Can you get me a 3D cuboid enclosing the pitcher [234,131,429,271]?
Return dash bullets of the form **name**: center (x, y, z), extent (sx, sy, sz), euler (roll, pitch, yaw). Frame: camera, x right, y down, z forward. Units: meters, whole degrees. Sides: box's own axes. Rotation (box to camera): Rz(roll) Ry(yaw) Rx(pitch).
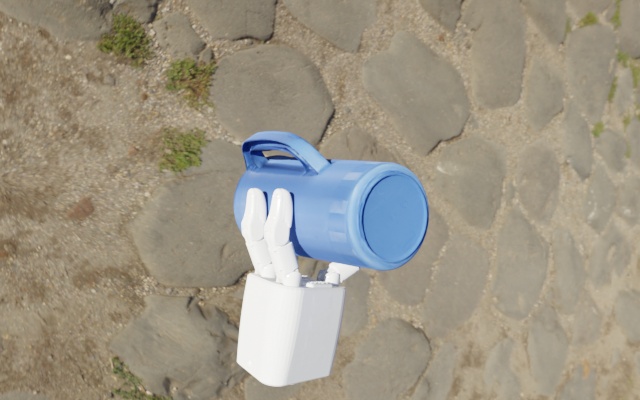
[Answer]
- **pitcher**: center (0.000, 0.002, 0.559), extent (0.149, 0.145, 0.243), euler (13, -4, -34)
